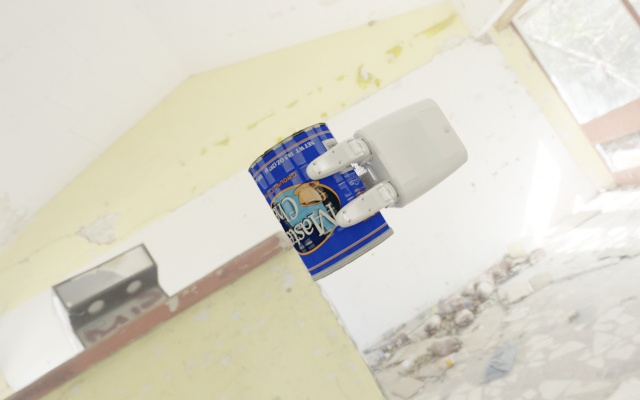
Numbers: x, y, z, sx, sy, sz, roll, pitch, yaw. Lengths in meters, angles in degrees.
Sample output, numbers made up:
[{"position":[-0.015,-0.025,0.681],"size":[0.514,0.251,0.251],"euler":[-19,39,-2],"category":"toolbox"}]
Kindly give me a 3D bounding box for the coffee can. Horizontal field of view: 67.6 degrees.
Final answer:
[{"position":[0.000,0.002,0.522],"size":[0.103,0.140,0.103],"euler":[-31,-4,-2],"category":"coffee can"}]
